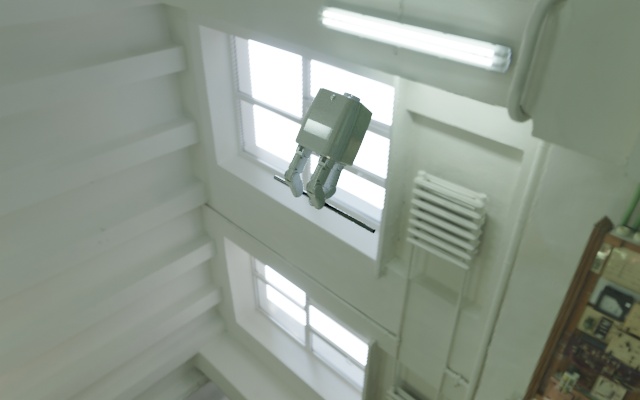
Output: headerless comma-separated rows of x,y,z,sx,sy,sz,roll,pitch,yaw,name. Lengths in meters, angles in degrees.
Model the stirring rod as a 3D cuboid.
0.000,0.003,0.842,0.239,0.011,0.011,29,17,35,stirring rod
